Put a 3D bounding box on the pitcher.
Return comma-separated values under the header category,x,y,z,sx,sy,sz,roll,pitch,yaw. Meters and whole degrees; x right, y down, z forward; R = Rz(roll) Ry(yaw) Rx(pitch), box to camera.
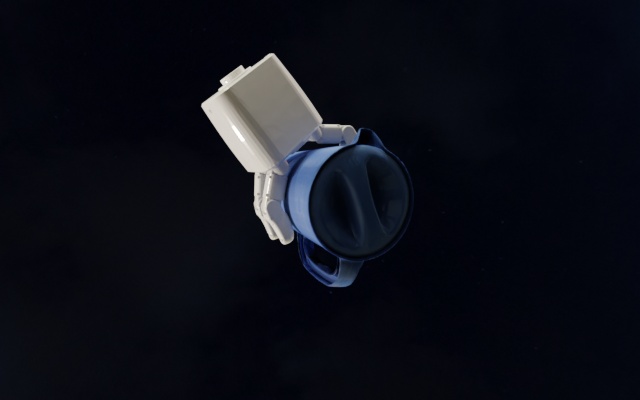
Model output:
category,x,y,z,sx,sy,sz,roll,pitch,yaw
pitcher,0.000,0.002,0.633,0.149,0.145,0.243,-41,19,-15
